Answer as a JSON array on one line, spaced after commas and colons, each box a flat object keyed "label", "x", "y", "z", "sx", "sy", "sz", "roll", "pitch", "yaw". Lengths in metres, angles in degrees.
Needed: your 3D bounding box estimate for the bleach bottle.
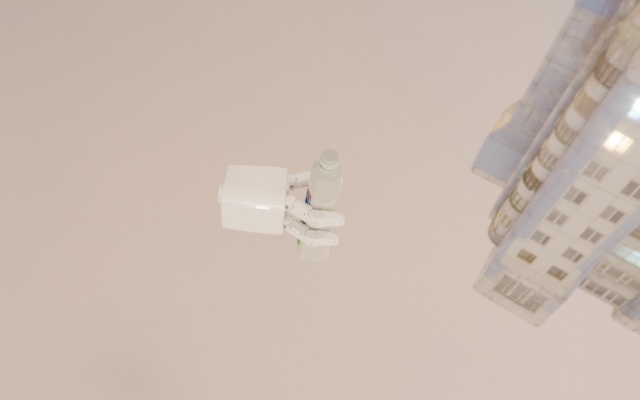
[{"label": "bleach bottle", "x": 0.000, "y": 0.003, "z": 0.843, "sx": 0.068, "sy": 0.102, "sz": 0.251, "roll": 5, "pitch": -40, "yaw": -5}]
